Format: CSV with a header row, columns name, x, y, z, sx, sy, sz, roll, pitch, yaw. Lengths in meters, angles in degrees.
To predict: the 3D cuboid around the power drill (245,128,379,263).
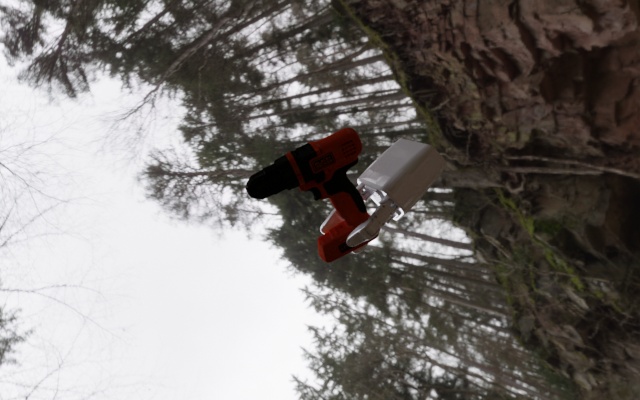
name,x,y,z,sx,sy,sz,roll,pitch,yaw
power drill,0.001,0.003,0.735,0.184,0.188,0.057,-26,28,-3
